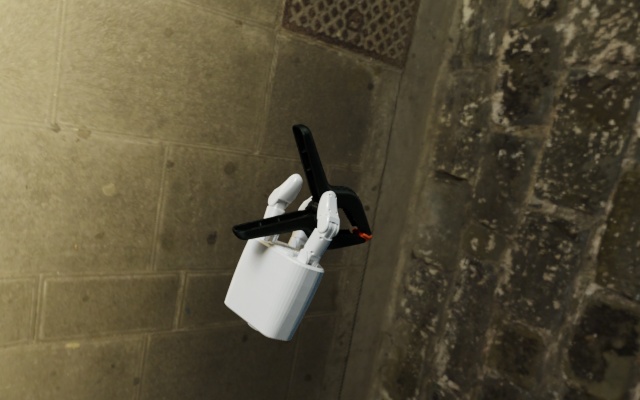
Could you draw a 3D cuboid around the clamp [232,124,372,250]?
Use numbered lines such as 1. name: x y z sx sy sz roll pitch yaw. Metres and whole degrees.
1. clamp: 0.001 0.003 0.653 0.210 0.164 0.036 22 6 -37
